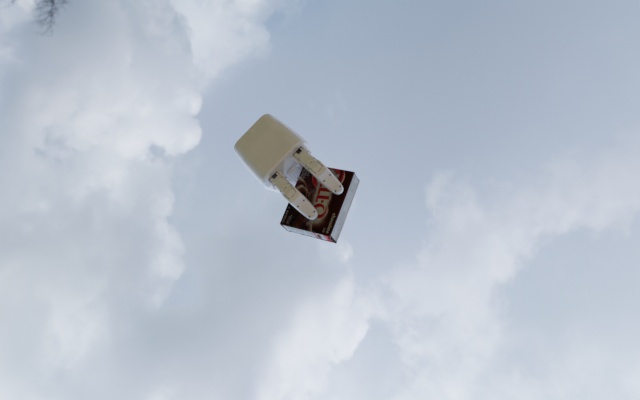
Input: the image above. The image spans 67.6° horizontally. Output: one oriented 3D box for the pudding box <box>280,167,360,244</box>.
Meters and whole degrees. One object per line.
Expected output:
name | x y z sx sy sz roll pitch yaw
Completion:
pudding box | 0.000 0.002 0.745 0.090 0.113 0.039 12 -18 28
